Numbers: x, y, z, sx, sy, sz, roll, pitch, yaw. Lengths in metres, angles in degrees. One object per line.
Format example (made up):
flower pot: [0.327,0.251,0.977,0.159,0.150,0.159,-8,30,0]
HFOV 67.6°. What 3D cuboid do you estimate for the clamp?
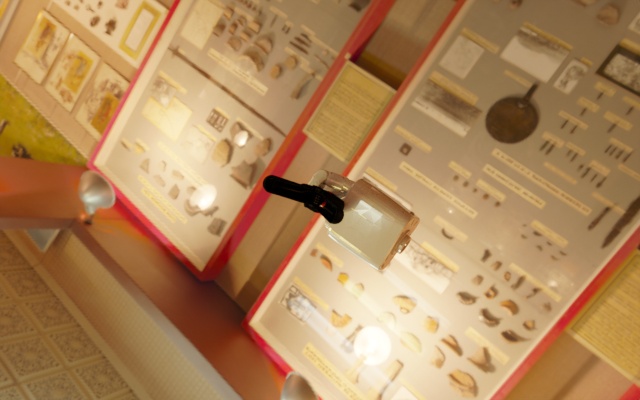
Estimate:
clamp: [0.000,0.003,0.701,0.120,0.039,0.171,33,11,20]
